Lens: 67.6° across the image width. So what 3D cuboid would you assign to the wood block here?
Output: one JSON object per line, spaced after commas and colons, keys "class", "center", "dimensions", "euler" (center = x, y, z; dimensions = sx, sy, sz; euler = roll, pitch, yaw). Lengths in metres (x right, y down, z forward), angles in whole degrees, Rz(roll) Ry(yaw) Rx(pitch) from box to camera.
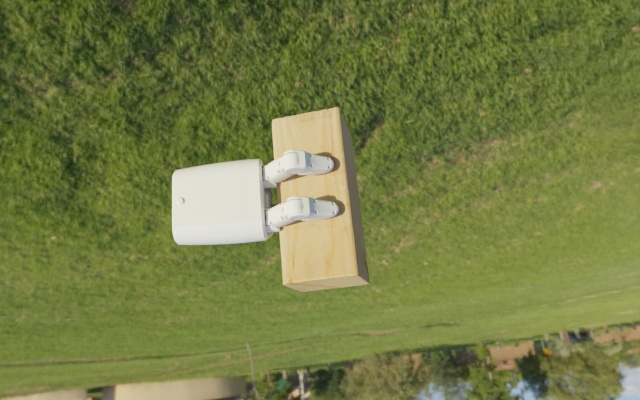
{"class": "wood block", "center": [0.000, 0.002, 0.597], "dimensions": [0.090, 0.206, 0.091], "euler": [-9, -18, 11]}
